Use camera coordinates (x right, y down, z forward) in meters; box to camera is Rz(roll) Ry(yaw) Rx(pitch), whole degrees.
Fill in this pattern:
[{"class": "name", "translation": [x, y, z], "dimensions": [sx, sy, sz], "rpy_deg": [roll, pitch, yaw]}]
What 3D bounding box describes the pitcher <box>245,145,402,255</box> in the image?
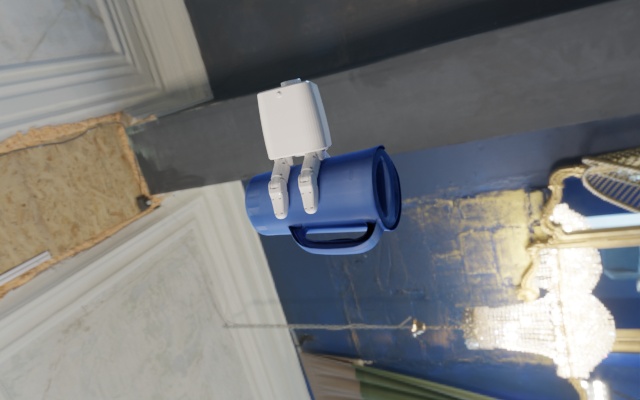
[{"class": "pitcher", "translation": [0.000, 0.002, 0.774], "dimensions": [0.243, 0.145, 0.149], "rpy_deg": [-8, 10, 26]}]
